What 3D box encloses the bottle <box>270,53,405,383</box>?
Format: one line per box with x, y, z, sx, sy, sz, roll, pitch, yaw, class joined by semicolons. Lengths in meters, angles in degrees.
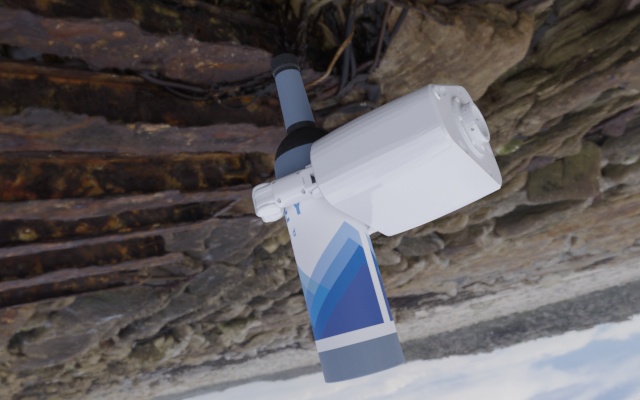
0.000;0.002;0.424;0.069;0.295;0.069;-14;-16;-4;bottle
